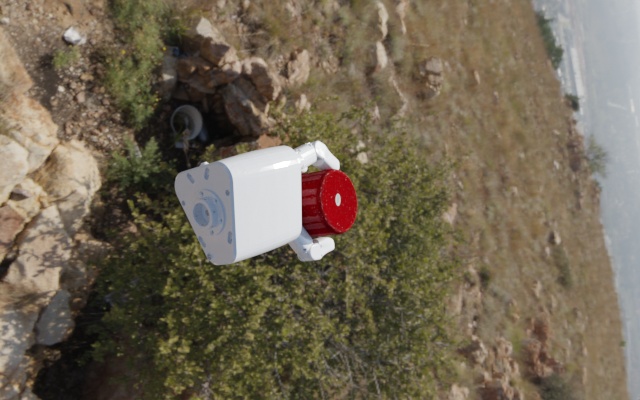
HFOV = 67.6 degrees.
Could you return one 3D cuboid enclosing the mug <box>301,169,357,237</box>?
[{"bbox_3d":[0.001,0.002,0.621,0.081,0.093,0.117,-8,9,38],"label":"mug"}]
